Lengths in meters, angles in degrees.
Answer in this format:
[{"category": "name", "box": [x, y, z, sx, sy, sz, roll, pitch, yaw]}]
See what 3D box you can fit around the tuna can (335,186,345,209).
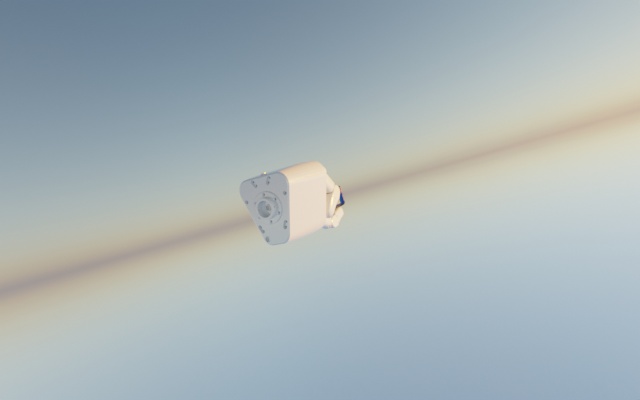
[{"category": "tuna can", "box": [0.000, 0.003, 0.862, 0.086, 0.034, 0.086, -19, 5, 2]}]
